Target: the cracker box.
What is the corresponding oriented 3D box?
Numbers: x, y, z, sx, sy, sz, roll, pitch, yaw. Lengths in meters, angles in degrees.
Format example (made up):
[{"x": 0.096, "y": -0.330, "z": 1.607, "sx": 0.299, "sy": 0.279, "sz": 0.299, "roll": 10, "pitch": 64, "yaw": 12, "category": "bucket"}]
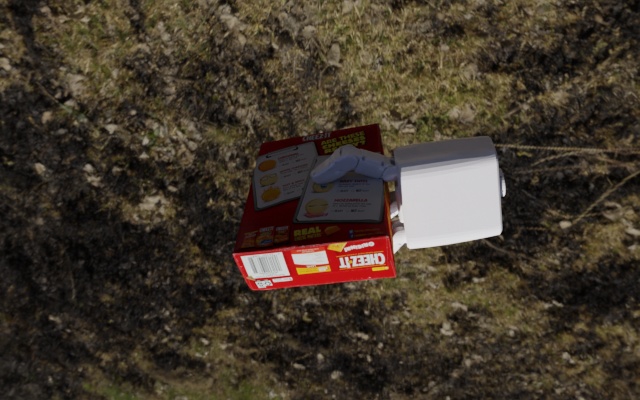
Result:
[{"x": 0.000, "y": 0.002, "z": 0.574, "sx": 0.164, "sy": 0.072, "sz": 0.213, "roll": -8, "pitch": 38, "yaw": 10, "category": "cracker box"}]
